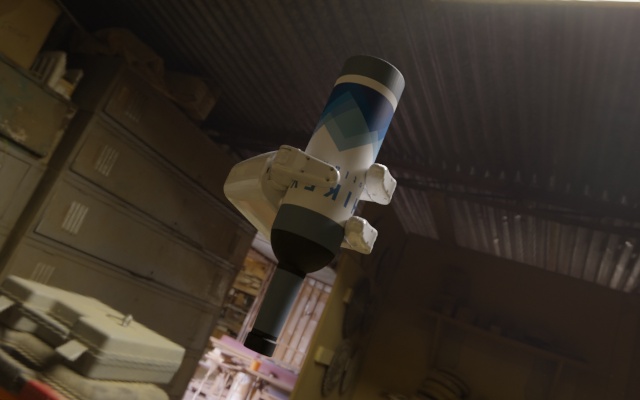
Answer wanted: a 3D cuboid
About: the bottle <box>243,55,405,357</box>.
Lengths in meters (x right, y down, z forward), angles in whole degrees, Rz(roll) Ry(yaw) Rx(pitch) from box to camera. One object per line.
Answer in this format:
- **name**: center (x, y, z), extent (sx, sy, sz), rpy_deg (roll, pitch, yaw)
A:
- **bottle**: center (0.000, 0.001, 0.455), extent (0.069, 0.295, 0.069), rpy_deg (21, -15, 6)
